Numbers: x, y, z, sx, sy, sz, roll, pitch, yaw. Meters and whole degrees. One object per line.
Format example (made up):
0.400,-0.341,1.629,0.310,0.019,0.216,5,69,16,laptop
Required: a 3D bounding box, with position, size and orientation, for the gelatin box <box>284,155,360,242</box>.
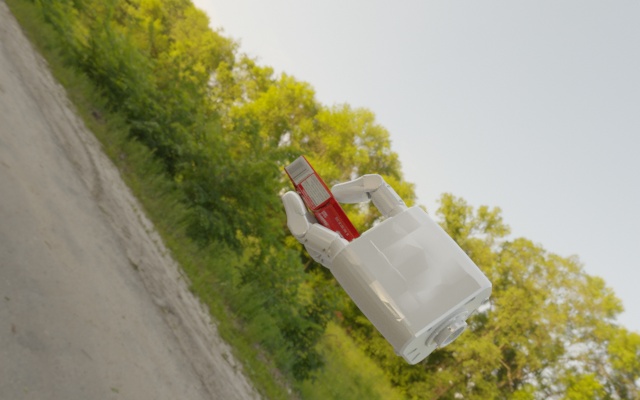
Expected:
0.000,0.001,0.534,0.030,0.073,0.089,-35,45,0,gelatin box
